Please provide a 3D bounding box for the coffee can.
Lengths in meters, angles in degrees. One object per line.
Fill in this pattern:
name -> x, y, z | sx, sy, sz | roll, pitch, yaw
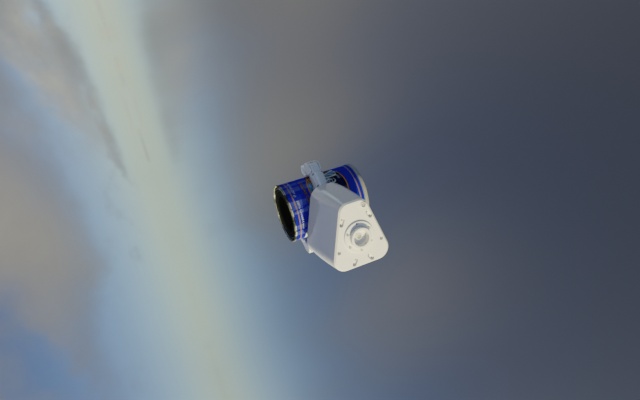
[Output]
coffee can -> 0.000, 0.003, 0.842 | 0.140, 0.103, 0.103 | -18, 5, -18
